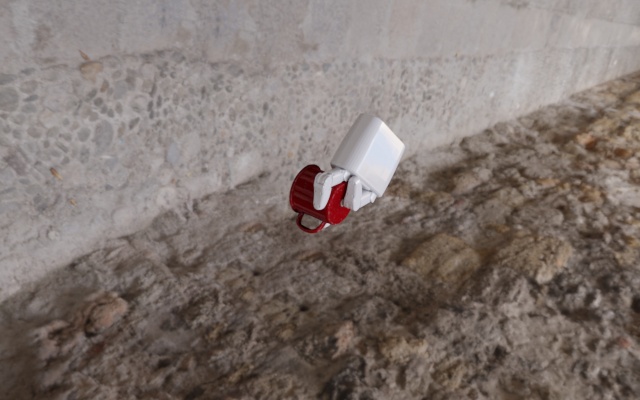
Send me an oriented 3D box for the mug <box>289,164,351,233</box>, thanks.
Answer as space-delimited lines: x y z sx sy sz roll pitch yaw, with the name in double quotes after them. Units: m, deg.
0.000 0.004 0.833 0.081 0.117 0.093 23 -9 32 "mug"
